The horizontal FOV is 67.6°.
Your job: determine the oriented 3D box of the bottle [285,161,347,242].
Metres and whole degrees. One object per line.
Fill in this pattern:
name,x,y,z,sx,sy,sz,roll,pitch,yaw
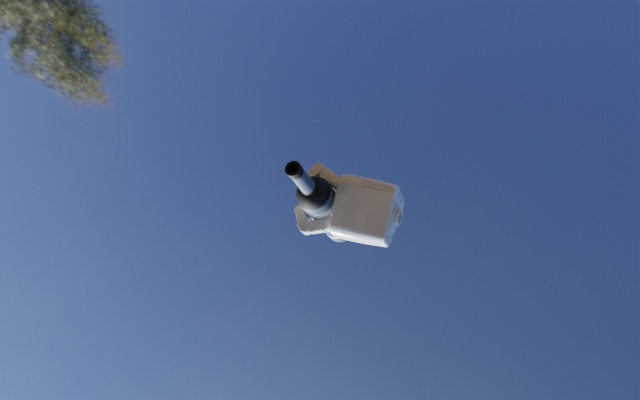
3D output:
bottle,0.000,0.003,0.889,0.069,0.069,0.296,0,-22,19
